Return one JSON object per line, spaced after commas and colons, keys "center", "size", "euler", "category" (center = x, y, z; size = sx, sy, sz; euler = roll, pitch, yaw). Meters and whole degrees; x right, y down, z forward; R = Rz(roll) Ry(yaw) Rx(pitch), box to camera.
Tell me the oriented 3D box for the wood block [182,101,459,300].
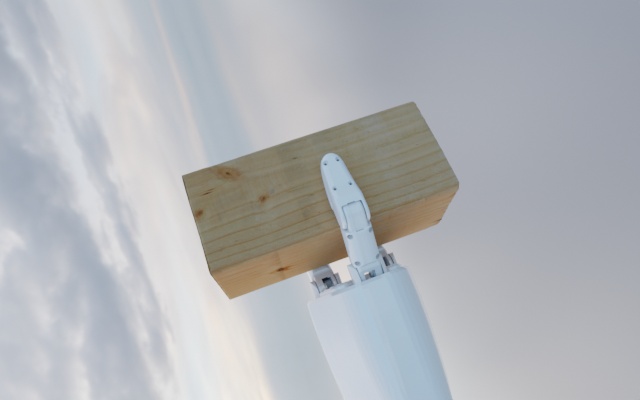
{"center": [0.000, 0.002, 0.419], "size": [0.206, 0.090, 0.091], "euler": [-19, -23, -8], "category": "wood block"}
